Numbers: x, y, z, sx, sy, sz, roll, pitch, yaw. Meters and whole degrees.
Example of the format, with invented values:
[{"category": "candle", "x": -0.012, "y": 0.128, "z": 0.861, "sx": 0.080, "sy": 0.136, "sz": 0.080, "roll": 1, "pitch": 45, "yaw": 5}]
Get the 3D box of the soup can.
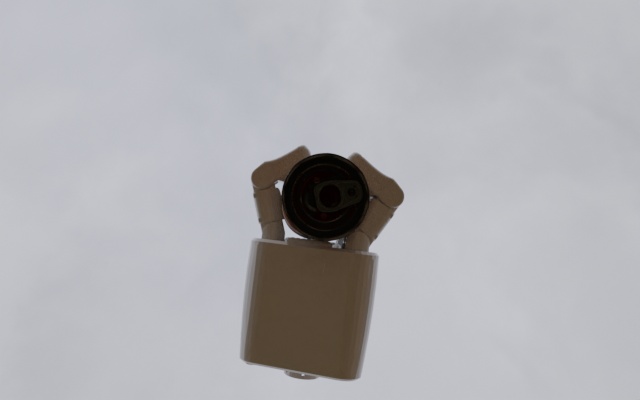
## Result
[{"category": "soup can", "x": 0.000, "y": 0.001, "z": 0.413, "sx": 0.068, "sy": 0.068, "sz": 0.102, "roll": 0, "pitch": -5, "yaw": -5}]
